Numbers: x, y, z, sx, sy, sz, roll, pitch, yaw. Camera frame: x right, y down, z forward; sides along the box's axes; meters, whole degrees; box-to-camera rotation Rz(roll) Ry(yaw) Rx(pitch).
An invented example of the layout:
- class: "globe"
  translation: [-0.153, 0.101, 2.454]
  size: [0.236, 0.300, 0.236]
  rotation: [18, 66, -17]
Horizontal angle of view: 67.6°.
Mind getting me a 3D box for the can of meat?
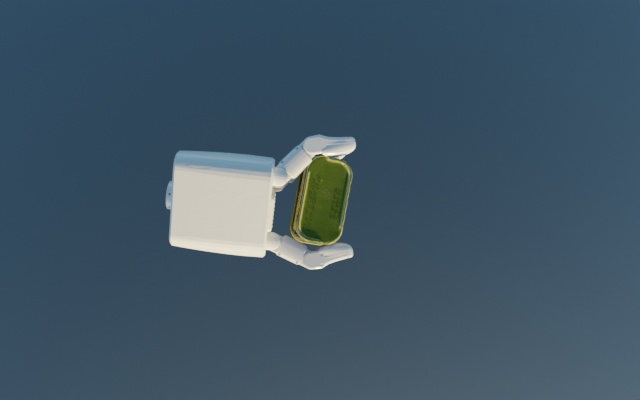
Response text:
- class: "can of meat"
  translation: [0.000, 0.002, 0.560]
  size: [0.057, 0.102, 0.084]
  rotation: [10, -5, -5]
